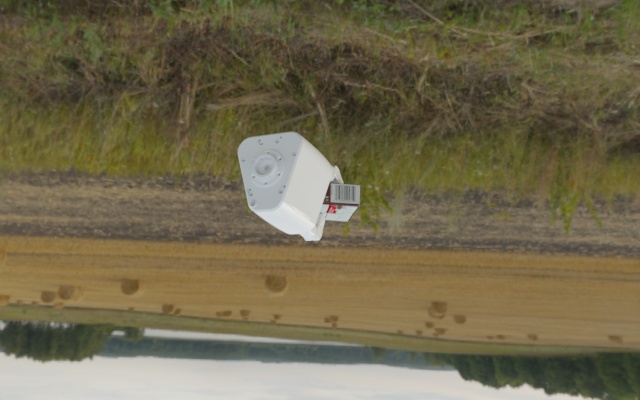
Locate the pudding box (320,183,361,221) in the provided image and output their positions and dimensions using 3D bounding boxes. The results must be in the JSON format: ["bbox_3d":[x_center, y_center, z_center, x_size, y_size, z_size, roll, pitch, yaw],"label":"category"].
[{"bbox_3d":[0.000,0.003,0.757,0.113,0.039,0.090,5,-18,-7],"label":"pudding box"}]
